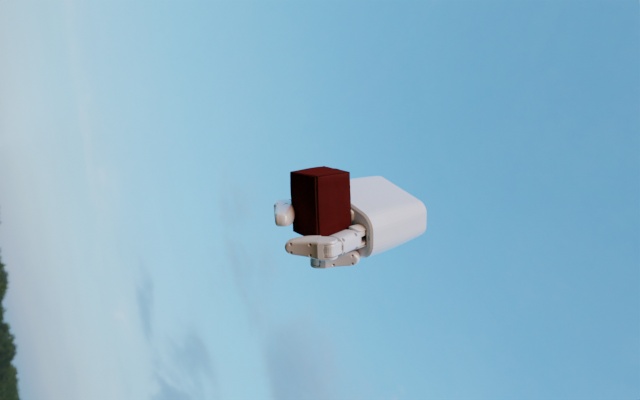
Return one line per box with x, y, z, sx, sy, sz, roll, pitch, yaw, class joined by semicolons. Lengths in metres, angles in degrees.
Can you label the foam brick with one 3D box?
0.000;0.002;0.565;0.051;0.078;0.053;-13;19;-36;foam brick
